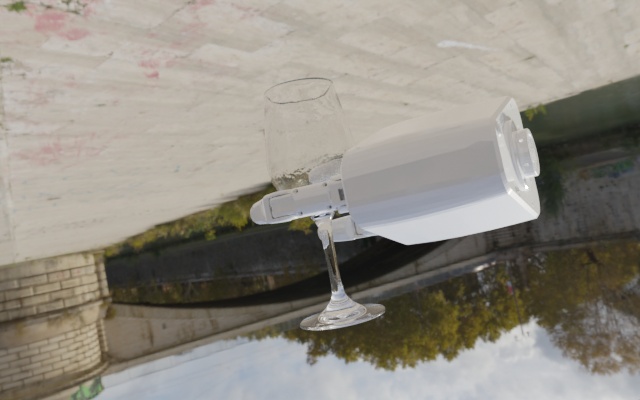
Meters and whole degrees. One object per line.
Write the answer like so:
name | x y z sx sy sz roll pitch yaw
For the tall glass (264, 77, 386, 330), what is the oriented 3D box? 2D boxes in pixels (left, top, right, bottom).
tall glass | 0.000 0.002 0.409 0.079 0.201 0.079 -11 -3 -1
